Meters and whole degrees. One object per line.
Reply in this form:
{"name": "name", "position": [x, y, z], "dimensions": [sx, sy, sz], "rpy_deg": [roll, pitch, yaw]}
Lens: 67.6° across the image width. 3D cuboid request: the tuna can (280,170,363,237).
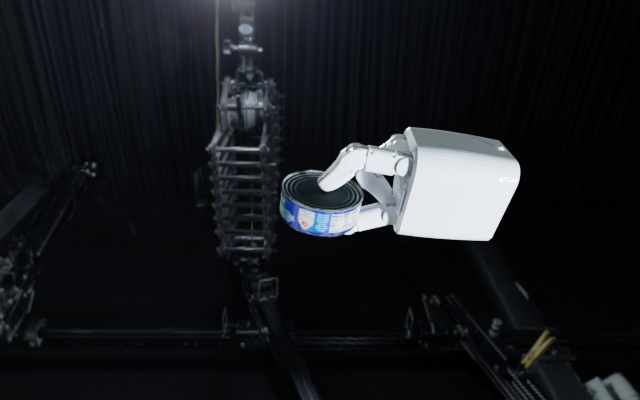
{"name": "tuna can", "position": [0.000, 0.002, 0.504], "dimensions": [0.086, 0.034, 0.086], "rpy_deg": [7, 29, -4]}
